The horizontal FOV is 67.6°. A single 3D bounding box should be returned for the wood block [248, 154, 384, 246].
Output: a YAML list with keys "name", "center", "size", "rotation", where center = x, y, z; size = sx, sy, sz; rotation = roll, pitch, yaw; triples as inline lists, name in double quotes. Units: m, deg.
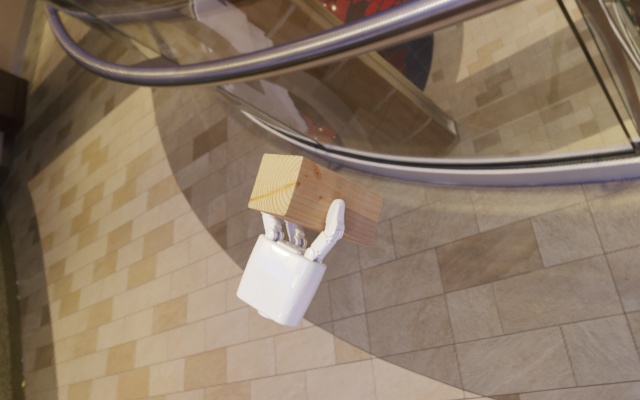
- name: "wood block"
  center: [0.000, 0.003, 0.769]
  size: [0.091, 0.090, 0.206]
  rotation: [10, -9, 44]
